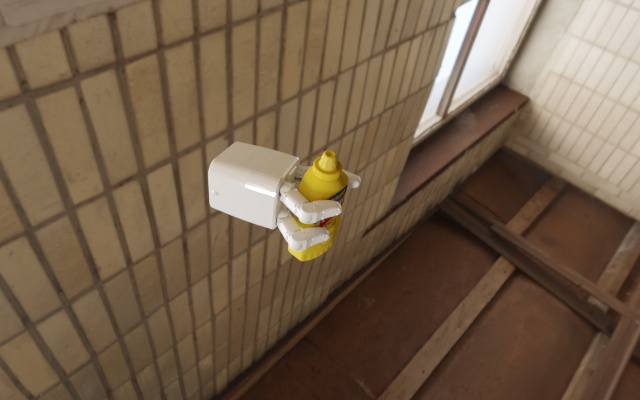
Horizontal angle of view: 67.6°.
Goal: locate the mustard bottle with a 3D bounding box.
[{"bbox_3d":[0.000,0.003,0.719,0.058,0.192,0.096,36,50,24],"label":"mustard bottle"}]
